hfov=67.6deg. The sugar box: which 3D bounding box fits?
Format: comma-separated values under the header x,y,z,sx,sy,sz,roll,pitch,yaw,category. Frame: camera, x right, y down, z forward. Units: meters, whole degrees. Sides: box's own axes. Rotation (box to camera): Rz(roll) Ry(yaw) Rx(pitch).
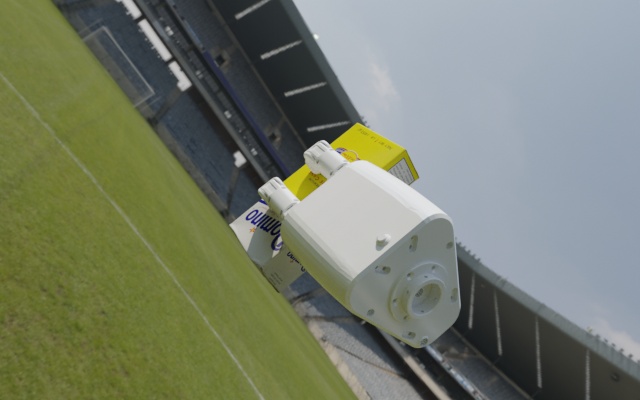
x,y,z,sx,sy,sz,roll,pitch,yaw,category
0.000,0.001,0.476,0.176,0.048,0.093,-38,36,-9,sugar box
